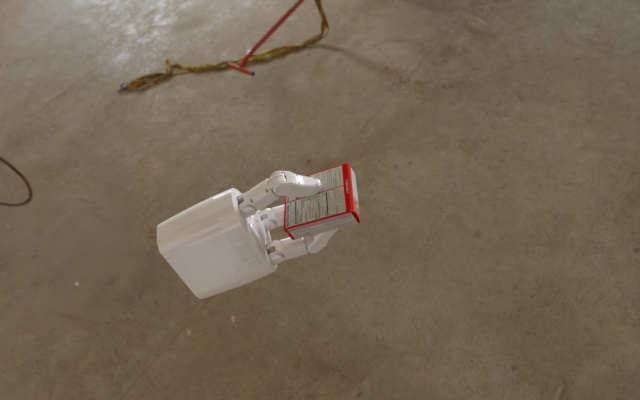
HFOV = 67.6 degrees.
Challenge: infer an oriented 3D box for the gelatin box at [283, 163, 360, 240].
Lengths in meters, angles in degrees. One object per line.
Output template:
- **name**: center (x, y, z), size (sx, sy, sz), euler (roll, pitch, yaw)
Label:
- **gelatin box**: center (0.000, 0.002, 0.573), size (0.089, 0.073, 0.030), euler (-17, -39, 18)
